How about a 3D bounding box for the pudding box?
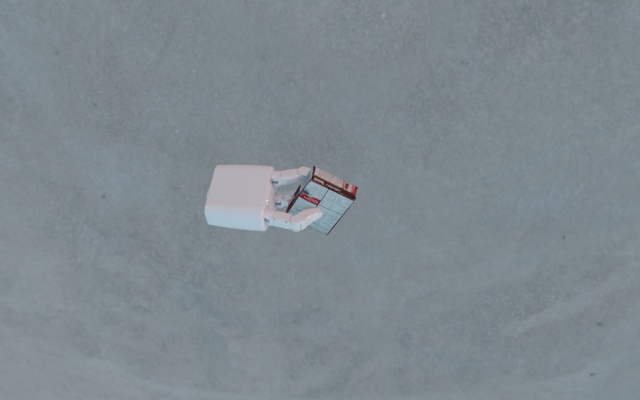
[{"bbox_3d":[0.000,0.003,0.847,0.090,0.039,0.113,25,-45,-13],"label":"pudding box"}]
